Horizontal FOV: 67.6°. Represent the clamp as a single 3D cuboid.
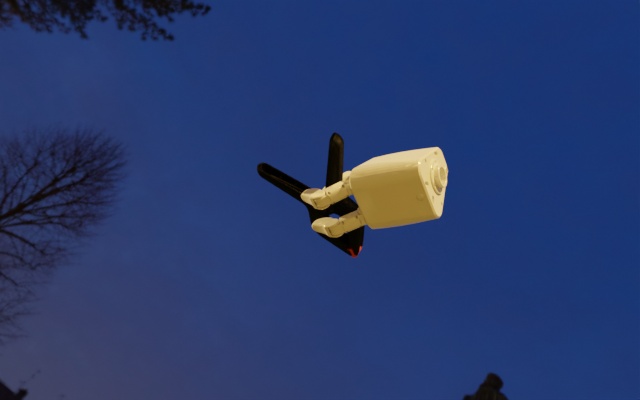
[{"bbox_3d":[0.001,0.002,0.753,0.164,0.210,0.036,-9,29,35],"label":"clamp"}]
